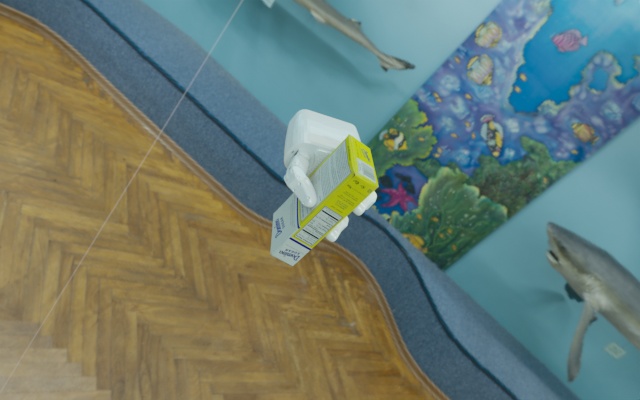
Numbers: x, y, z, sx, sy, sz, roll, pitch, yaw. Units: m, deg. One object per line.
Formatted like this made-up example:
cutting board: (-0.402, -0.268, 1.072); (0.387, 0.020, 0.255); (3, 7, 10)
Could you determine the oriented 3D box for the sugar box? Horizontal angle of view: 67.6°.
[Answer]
sugar box: (0.001, 0.002, 0.653); (0.048, 0.176, 0.093); (30, 32, -23)
